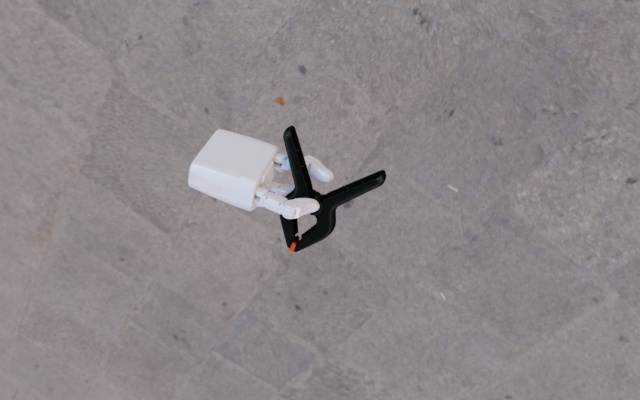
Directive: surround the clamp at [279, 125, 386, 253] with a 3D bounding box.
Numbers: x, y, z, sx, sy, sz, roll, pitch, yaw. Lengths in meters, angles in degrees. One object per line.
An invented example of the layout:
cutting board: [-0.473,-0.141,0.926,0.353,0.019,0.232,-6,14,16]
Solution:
clamp: [0.000,0.003,0.748,0.164,0.210,0.036,21,32,7]
